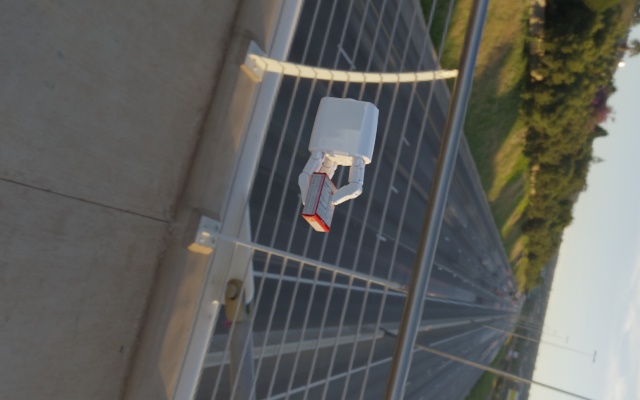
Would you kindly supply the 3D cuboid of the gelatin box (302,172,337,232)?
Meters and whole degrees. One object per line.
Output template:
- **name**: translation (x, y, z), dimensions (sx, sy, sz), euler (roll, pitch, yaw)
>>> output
- **gelatin box**: translation (0.000, 0.003, 0.876), dimensions (0.030, 0.089, 0.073), euler (3, -24, 24)
